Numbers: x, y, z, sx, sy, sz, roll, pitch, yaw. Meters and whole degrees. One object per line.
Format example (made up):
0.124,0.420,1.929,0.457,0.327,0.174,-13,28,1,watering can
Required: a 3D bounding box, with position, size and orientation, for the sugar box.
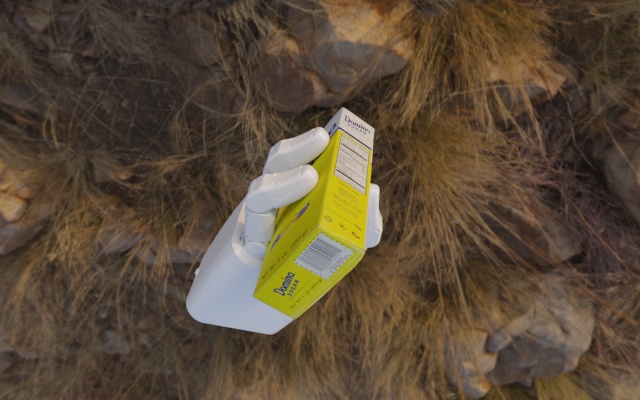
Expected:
0.000,0.001,0.403,0.048,0.093,0.176,31,34,-17,sugar box
